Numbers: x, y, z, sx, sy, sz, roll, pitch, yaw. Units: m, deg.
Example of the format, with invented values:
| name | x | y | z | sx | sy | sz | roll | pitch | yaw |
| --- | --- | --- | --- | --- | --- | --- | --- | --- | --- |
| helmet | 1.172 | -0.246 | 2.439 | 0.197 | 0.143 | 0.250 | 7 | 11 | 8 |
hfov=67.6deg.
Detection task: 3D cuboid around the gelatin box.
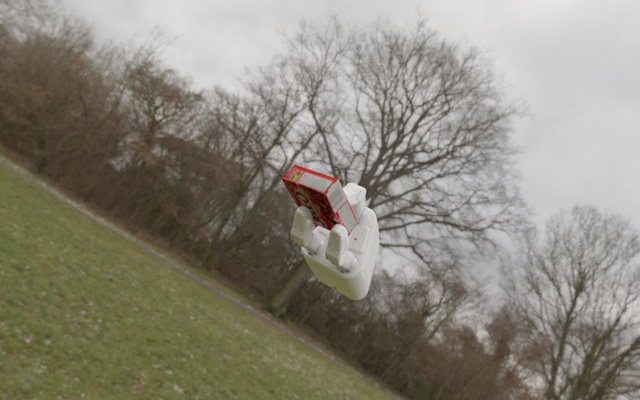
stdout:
| name | x | y | z | sx | sy | sz | roll | pitch | yaw |
| --- | --- | --- | --- | --- | --- | --- | --- | --- | --- |
| gelatin box | 0.000 | 0.001 | 0.600 | 0.073 | 0.030 | 0.089 | 21 | -29 | 37 |
